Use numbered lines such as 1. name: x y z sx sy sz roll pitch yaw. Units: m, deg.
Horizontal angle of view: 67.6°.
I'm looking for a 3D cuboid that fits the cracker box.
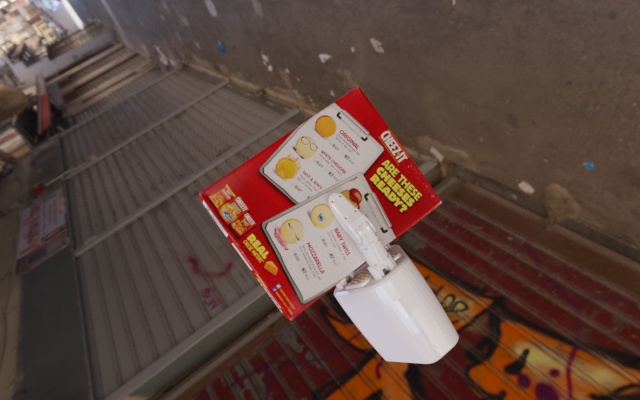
1. cracker box: 0.000 0.002 0.538 0.213 0.164 0.072 -36 1 -13
